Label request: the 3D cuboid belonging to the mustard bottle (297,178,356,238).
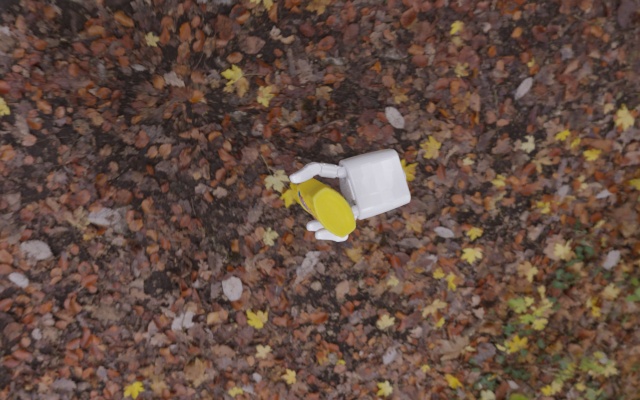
[{"bbox_3d":[0.000,0.003,0.884,0.058,0.096,0.191,-40,19,-4],"label":"mustard bottle"}]
